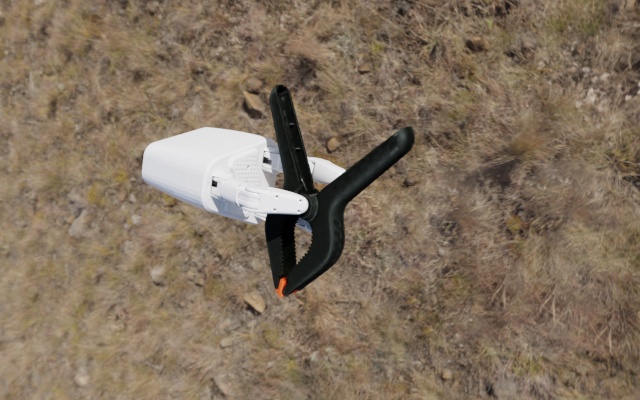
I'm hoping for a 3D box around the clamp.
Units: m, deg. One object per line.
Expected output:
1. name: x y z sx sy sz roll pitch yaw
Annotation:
1. clamp: -0.001 0.002 0.466 0.164 0.210 0.036 18 13 35
